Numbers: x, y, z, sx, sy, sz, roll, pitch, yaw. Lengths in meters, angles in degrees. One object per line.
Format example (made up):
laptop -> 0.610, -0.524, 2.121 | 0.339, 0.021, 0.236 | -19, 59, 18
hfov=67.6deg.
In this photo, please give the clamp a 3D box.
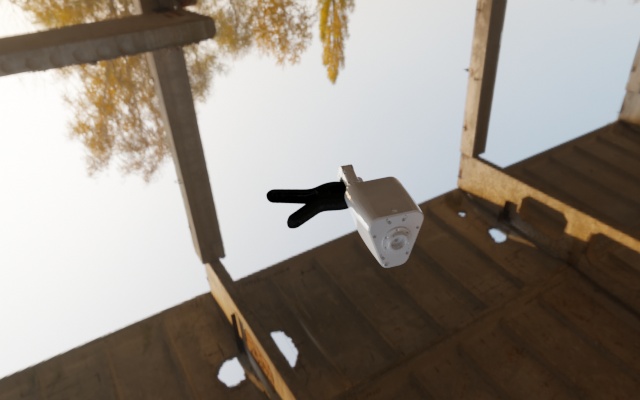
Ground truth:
clamp -> 0.000, 0.003, 0.816 | 0.171, 0.039, 0.120 | -11, 35, -11
